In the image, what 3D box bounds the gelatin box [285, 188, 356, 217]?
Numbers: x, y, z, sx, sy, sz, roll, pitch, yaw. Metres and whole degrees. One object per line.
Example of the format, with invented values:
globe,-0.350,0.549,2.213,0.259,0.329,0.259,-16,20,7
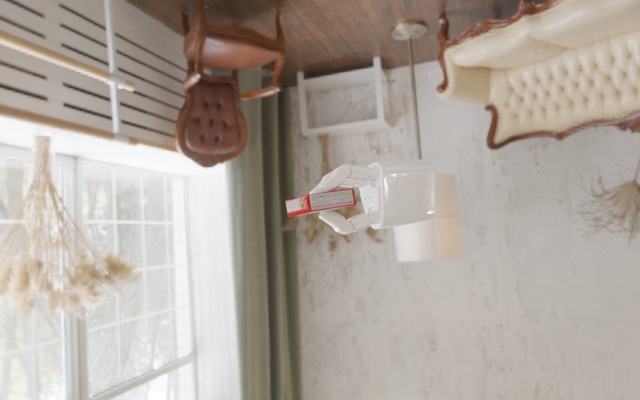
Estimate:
gelatin box,0.000,0.003,0.761,0.089,0.030,0.073,-9,-2,-32
